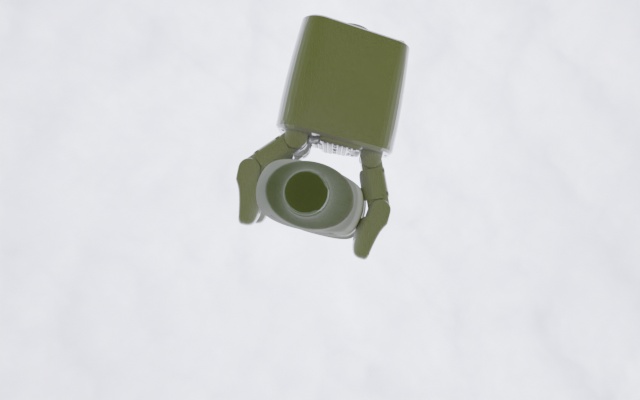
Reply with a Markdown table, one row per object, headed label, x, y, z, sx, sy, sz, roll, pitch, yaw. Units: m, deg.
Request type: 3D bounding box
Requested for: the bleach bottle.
| label | x | y | z | sx | sy | sz | roll | pitch | yaw |
| --- | --- | --- | --- | --- | --- | --- | --- | --- | --- |
| bleach bottle | 0.000 | 0.001 | 0.440 | 0.102 | 0.068 | 0.251 | 13 | -2 | 1 |
